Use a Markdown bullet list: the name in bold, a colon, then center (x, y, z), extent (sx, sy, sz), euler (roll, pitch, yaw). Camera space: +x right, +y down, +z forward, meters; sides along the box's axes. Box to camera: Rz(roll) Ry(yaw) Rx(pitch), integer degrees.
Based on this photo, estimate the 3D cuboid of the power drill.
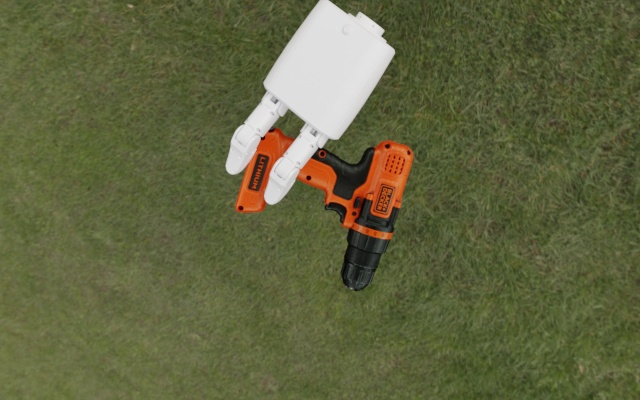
- **power drill**: center (0.000, 0.001, 0.564), extent (0.187, 0.184, 0.057), euler (16, 6, -7)
